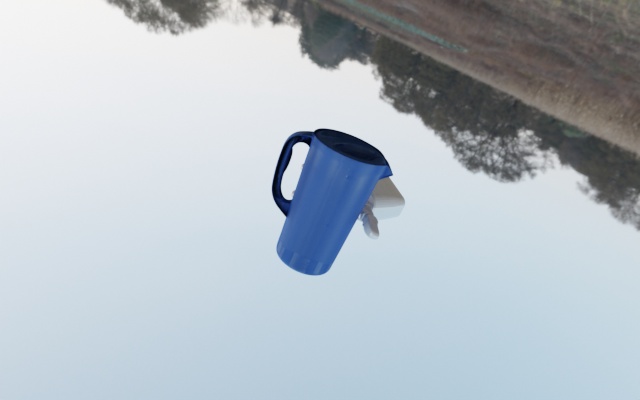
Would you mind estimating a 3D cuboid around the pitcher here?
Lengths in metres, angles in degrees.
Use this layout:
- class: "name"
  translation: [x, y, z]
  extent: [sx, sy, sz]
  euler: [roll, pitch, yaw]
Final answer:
- class: "pitcher"
  translation: [0.000, 0.003, 0.828]
  extent: [0.145, 0.243, 0.149]
  euler: [-4, 35, -47]
